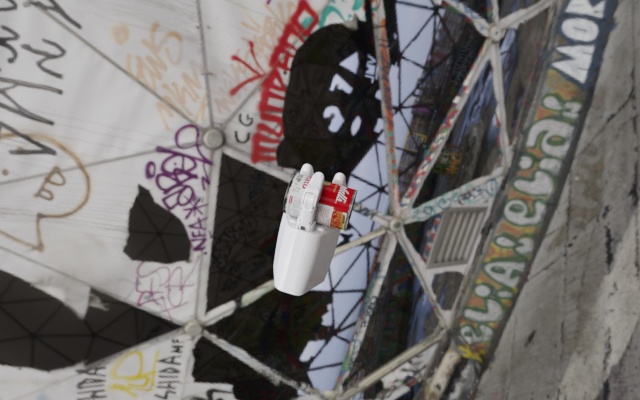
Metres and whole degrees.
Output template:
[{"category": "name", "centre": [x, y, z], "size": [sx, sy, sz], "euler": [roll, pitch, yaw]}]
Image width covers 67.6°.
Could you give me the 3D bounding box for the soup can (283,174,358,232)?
[{"category": "soup can", "centre": [0.000, 0.002, 0.747], "size": [0.102, 0.068, 0.068], "euler": [16, 2, 6]}]
